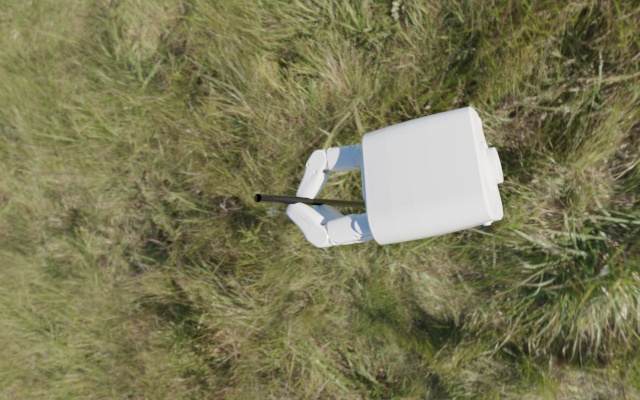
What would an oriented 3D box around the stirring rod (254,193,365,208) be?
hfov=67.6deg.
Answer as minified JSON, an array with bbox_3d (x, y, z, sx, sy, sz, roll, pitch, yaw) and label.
[{"bbox_3d":[0.000,0.002,0.529,0.011,0.011,0.239,0,-2,28],"label":"stirring rod"}]
